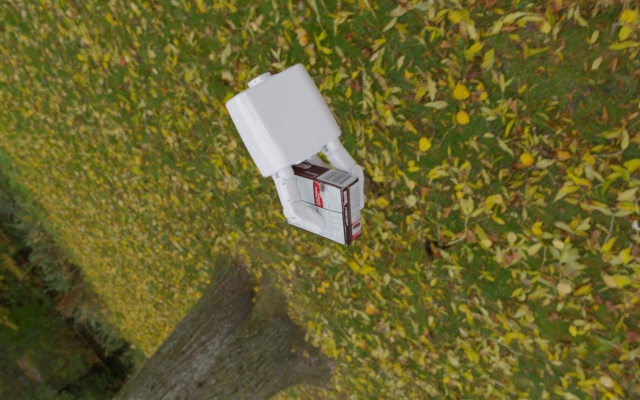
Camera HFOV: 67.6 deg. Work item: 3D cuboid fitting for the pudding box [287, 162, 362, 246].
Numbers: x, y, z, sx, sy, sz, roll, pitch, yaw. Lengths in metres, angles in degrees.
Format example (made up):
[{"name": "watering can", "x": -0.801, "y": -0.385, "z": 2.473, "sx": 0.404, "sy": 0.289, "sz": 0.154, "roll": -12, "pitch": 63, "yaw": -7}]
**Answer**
[{"name": "pudding box", "x": 0.000, "y": 0.002, "z": 0.648, "sx": 0.113, "sy": 0.090, "sz": 0.039, "roll": 19, "pitch": 38, "yaw": 38}]
